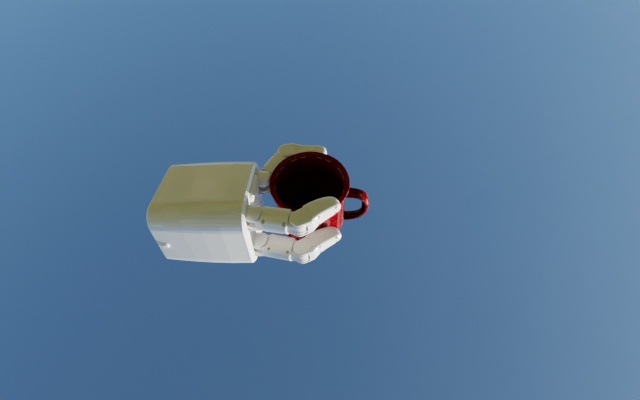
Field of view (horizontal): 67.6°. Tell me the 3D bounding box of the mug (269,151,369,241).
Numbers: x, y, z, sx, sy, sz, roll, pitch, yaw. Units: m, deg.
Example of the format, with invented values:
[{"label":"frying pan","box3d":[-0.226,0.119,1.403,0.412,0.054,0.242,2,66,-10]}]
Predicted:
[{"label":"mug","box3d":[0.002,0.002,0.581,0.117,0.093,0.082,2,-34,3]}]
